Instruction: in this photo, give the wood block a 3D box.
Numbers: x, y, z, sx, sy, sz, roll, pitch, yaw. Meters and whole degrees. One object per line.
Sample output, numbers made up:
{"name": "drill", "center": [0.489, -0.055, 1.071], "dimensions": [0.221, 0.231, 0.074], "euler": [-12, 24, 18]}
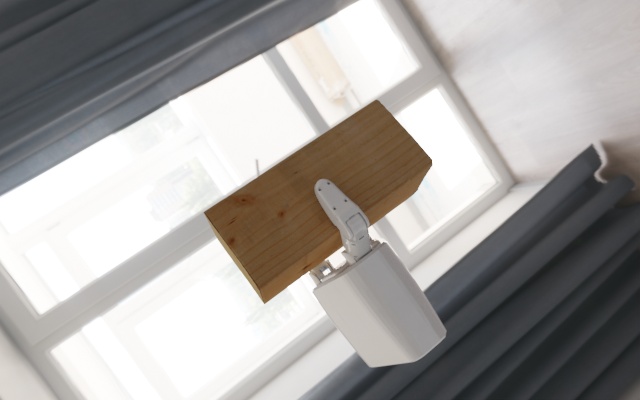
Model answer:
{"name": "wood block", "center": [0.000, 0.002, 0.484], "dimensions": [0.206, 0.090, 0.091], "euler": [-35, -15, -15]}
